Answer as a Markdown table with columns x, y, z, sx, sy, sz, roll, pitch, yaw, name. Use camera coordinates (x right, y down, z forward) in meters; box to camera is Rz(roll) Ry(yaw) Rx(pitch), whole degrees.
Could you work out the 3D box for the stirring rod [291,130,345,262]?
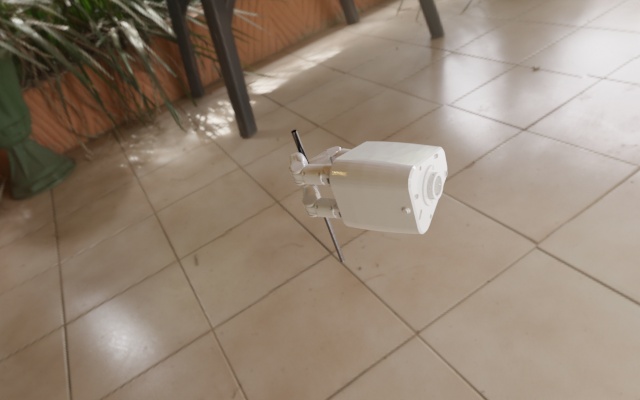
| x | y | z | sx | sy | sz | roll | pitch | yaw | name |
| --- | --- | --- | --- | --- | --- | --- | --- | --- | --- |
| 0.000 | 0.002 | 0.697 | 0.011 | 0.240 | 0.011 | -14 | 34 | 10 | stirring rod |
